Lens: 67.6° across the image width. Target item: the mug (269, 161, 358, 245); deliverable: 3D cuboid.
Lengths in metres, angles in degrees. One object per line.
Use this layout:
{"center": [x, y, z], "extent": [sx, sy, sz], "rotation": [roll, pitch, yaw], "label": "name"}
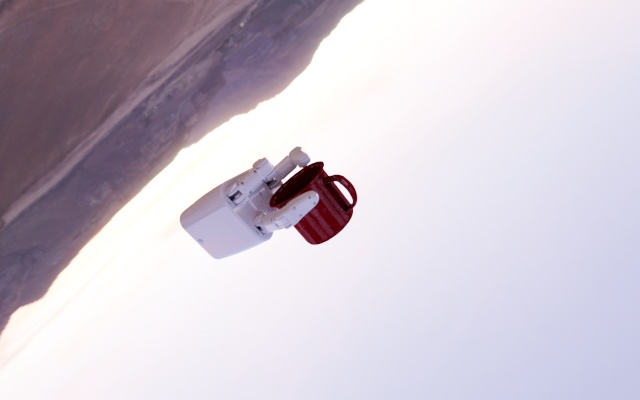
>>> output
{"center": [0.001, 0.002, 0.644], "extent": [0.117, 0.081, 0.093], "rotation": [-25, 23, 36], "label": "mug"}
